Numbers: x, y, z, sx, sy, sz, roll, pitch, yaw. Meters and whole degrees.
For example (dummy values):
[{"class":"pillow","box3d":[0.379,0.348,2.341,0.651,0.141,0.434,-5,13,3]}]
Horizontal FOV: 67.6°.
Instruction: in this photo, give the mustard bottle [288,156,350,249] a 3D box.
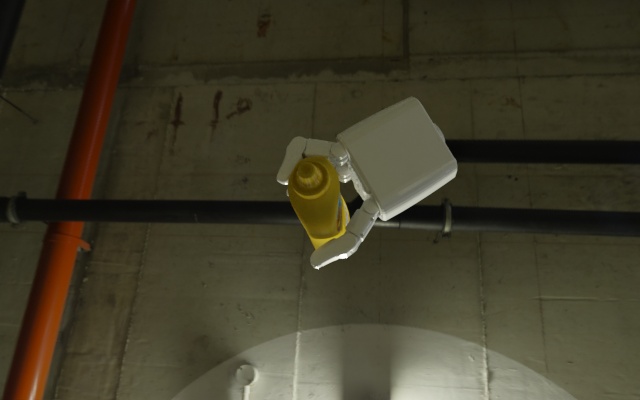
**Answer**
[{"class":"mustard bottle","box3d":[0.000,0.002,0.568,0.058,0.096,0.192,-6,-21,6]}]
